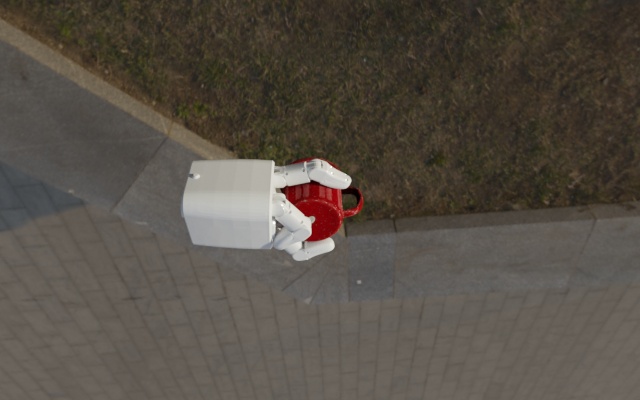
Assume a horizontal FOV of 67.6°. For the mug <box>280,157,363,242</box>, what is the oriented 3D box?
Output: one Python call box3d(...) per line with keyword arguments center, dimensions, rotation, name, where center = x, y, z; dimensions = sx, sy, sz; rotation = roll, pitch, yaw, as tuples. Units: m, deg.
box3d(center=(0.002, 0.002, 0.657), dimensions=(0.117, 0.093, 0.081), rotation=(1, 42, -3), name="mug")
